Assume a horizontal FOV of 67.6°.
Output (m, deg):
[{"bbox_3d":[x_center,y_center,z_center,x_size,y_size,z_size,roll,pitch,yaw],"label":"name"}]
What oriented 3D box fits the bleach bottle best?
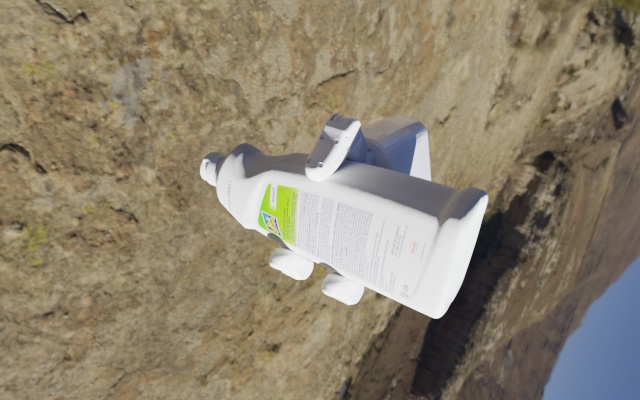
[{"bbox_3d":[0.000,0.001,0.403,0.251,0.103,0.068,22,31,25],"label":"bleach bottle"}]
